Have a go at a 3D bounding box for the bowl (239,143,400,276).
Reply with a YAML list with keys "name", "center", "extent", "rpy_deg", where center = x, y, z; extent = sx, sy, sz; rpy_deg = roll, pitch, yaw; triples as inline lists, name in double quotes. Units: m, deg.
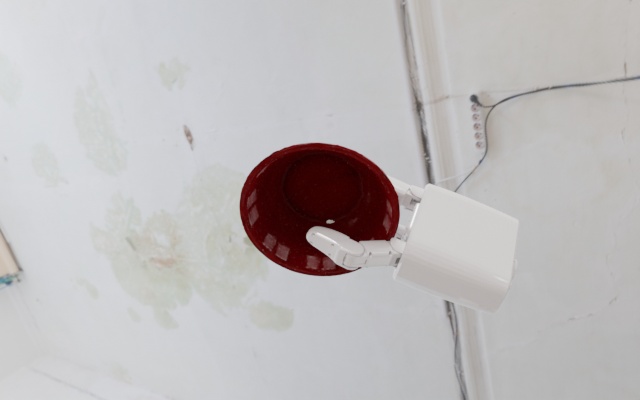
- name: "bowl"
  center: [-0.001, 0.001, 0.499]
  extent: [0.162, 0.162, 0.055]
  rpy_deg: [0, 33, 5]
